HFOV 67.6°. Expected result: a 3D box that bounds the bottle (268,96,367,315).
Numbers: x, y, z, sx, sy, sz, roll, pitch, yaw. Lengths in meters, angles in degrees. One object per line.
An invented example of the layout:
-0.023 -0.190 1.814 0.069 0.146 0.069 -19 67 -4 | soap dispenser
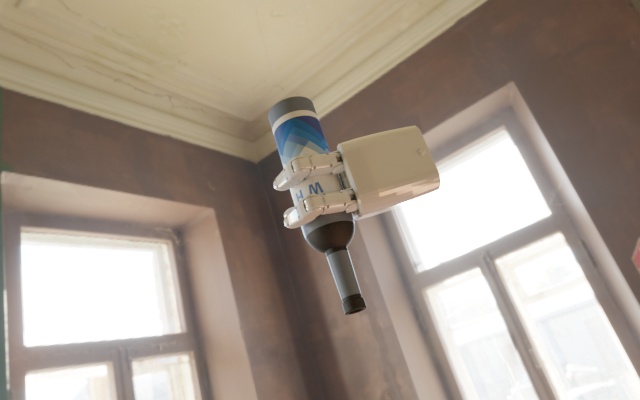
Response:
0.000 0.002 0.620 0.069 0.295 0.069 -15 -23 -7 | bottle
